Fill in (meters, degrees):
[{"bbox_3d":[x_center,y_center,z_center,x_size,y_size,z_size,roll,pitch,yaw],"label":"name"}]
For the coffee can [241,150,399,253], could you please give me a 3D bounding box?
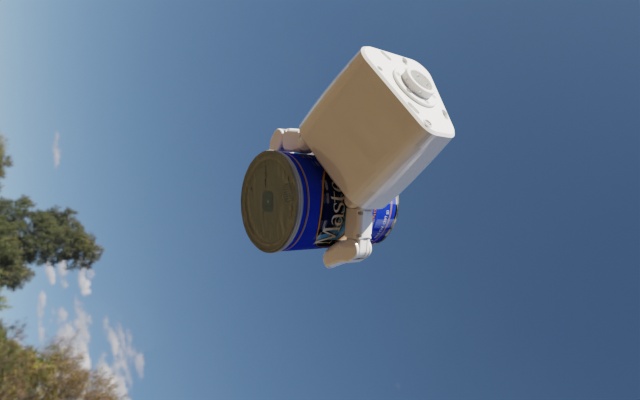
[{"bbox_3d":[0.000,0.002,0.518,0.140,0.103,0.103,1,-1,-40],"label":"coffee can"}]
